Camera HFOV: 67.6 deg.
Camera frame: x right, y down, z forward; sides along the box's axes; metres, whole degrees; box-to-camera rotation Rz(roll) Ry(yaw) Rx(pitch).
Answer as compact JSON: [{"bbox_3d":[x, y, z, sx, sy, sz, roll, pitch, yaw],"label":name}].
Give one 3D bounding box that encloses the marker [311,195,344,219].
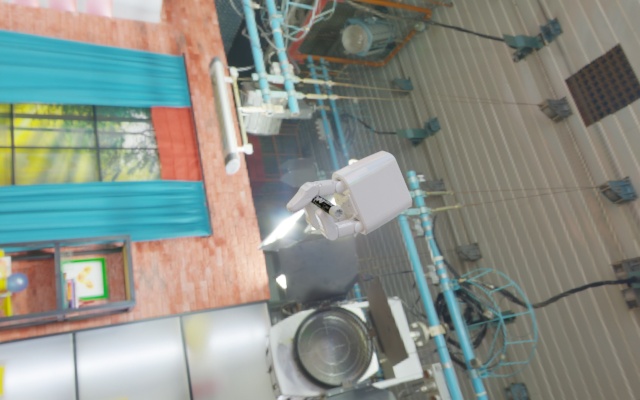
[{"bbox_3d":[0.000,0.003,0.780,0.020,0.020,0.121,0,17,-29],"label":"marker"}]
